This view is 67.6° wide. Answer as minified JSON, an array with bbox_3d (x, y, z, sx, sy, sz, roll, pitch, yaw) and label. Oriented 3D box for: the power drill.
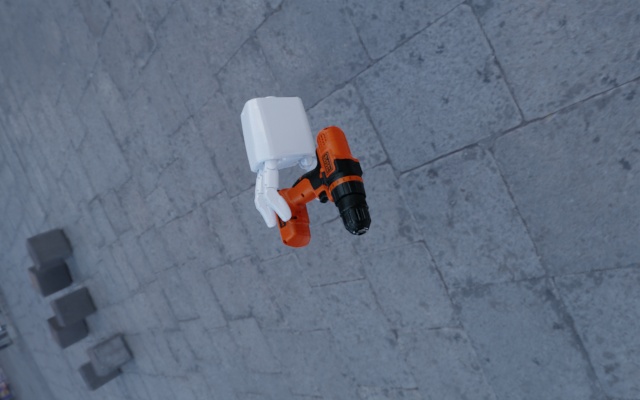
[{"bbox_3d":[0.000,0.002,0.765,0.057,0.184,0.188,8,-35,-36],"label":"power drill"}]
